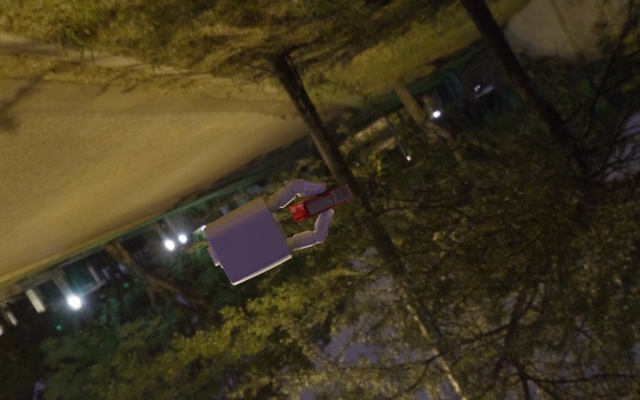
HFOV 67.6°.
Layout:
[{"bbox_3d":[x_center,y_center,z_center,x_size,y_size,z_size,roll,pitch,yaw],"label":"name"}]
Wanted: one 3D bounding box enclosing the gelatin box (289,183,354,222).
[{"bbox_3d":[0.001,0.003,0.800,0.089,0.030,0.073,-24,2,-23],"label":"gelatin box"}]
